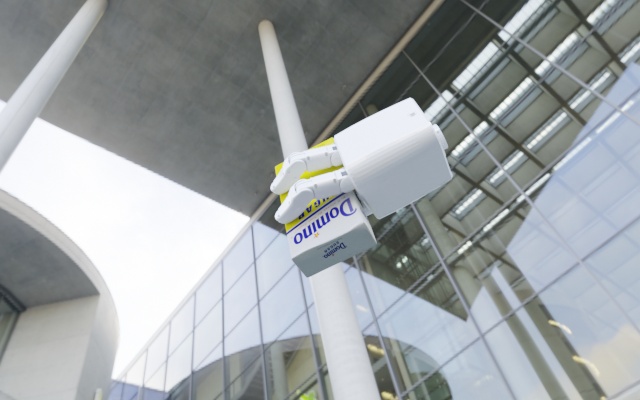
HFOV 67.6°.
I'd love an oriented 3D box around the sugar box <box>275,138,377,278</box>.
[{"bbox_3d":[0.000,0.001,0.590,0.093,0.048,0.176,-27,38,9],"label":"sugar box"}]
